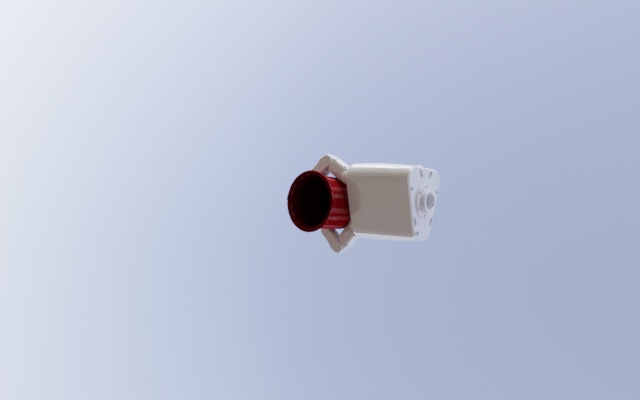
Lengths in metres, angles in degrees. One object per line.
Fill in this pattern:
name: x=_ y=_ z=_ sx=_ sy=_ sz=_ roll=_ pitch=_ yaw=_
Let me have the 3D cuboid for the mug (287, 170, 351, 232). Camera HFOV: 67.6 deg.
mug: x=-0.001 y=0.002 z=0.751 sx=0.117 sy=0.093 sz=0.081 roll=5 pitch=0 yaw=41
